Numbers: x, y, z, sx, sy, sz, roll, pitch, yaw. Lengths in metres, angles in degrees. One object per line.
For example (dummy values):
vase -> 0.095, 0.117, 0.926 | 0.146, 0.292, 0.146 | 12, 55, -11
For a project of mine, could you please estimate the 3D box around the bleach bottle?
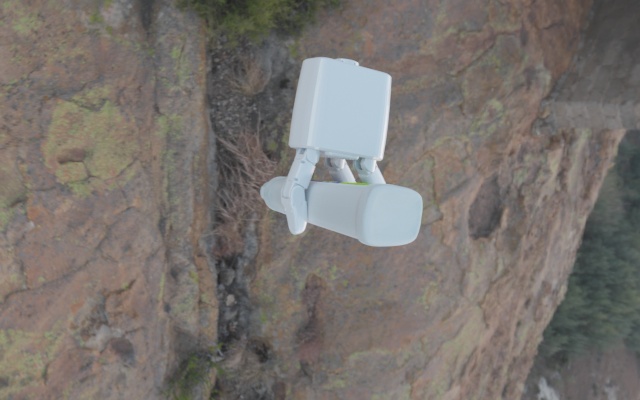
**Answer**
bleach bottle -> 0.000, 0.002, 0.609 | 0.102, 0.068, 0.251 | 5, 4, -43
